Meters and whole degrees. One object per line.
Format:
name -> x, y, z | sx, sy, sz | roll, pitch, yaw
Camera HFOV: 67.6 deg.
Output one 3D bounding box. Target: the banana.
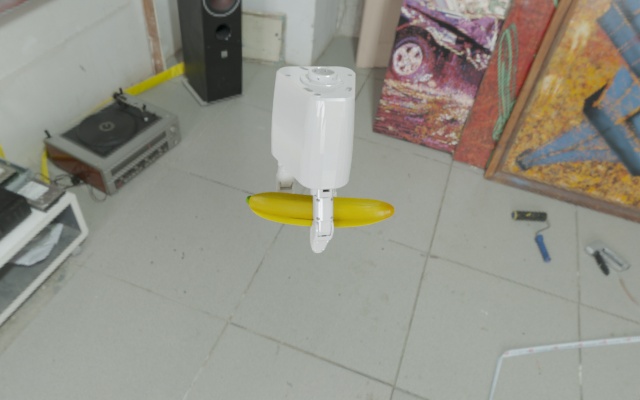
banana -> -0.006, 0.008, 0.597 | 0.198, 0.037, 0.069 | 6, 21, 8
